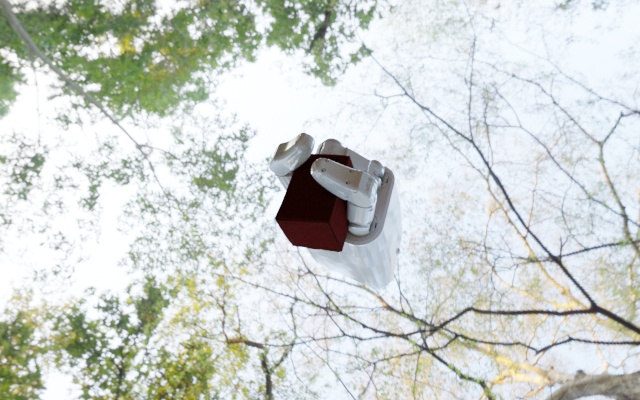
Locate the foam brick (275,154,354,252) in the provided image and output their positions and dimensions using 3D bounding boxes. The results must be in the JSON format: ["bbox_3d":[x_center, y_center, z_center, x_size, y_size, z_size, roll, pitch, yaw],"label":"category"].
[{"bbox_3d":[0.000,0.002,0.445,0.053,0.078,0.051,5,-35,21],"label":"foam brick"}]
